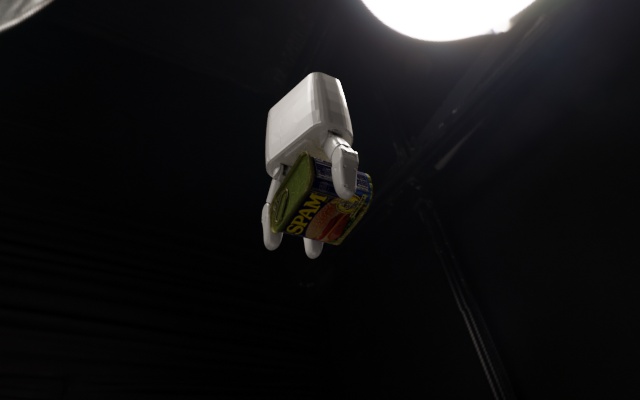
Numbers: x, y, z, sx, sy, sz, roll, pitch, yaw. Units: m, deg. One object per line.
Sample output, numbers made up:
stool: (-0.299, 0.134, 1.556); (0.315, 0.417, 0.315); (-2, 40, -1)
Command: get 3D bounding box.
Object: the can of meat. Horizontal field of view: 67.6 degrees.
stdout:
can of meat: (0.000, 0.002, 0.547); (0.084, 0.057, 0.102); (15, -48, -25)
